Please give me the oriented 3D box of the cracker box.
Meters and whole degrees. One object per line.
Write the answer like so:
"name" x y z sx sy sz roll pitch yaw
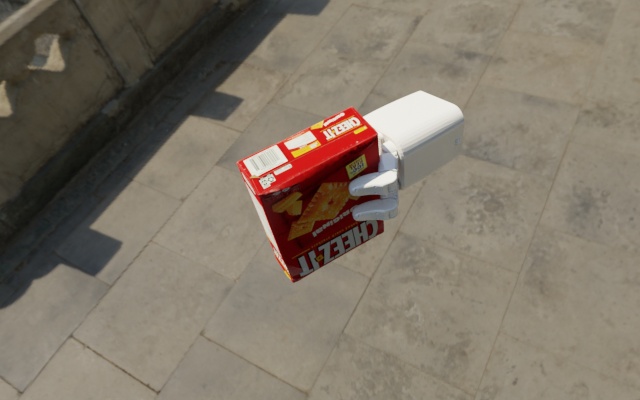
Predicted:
"cracker box" 0.000 0.002 0.645 0.164 0.072 0.214 -28 -38 -11
